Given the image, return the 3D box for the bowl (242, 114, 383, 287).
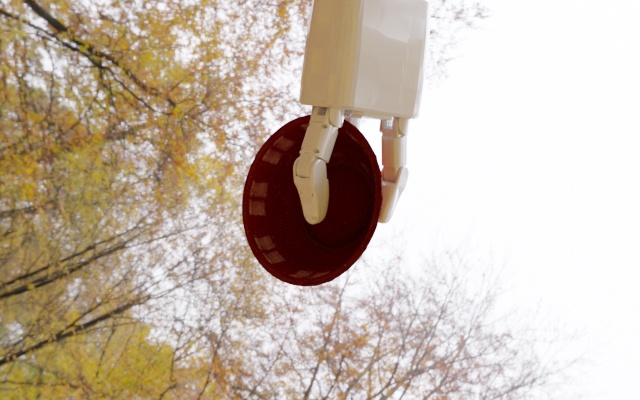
[{"bbox_3d":[0.000,0.003,0.462,0.162,0.162,0.055,0,-8,36],"label":"bowl"}]
